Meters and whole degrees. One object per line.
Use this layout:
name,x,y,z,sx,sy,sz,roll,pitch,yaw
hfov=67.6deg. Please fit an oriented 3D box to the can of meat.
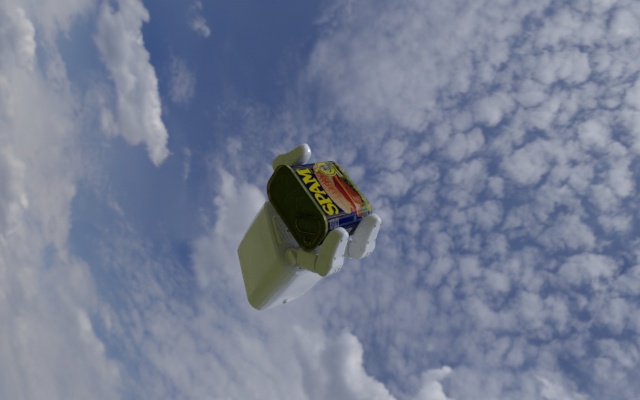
can of meat,0.000,0.002,0.563,0.084,0.102,0.057,-12,-32,-44
